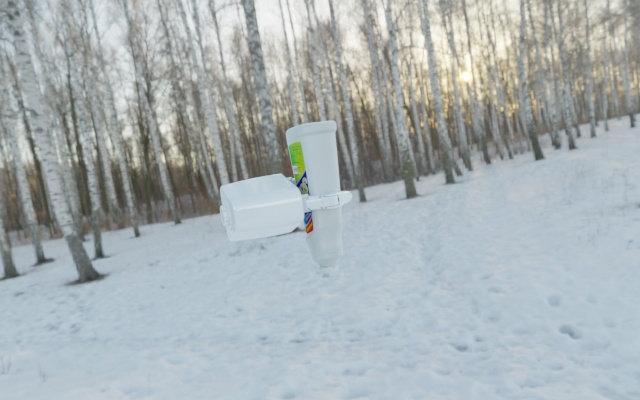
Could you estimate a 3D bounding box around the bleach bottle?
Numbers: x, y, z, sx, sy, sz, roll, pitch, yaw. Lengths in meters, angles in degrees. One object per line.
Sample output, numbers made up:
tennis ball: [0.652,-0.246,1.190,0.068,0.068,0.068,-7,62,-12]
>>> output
bleach bottle: [0.000,0.003,0.780,0.068,0.251,0.102,-11,5,-21]
